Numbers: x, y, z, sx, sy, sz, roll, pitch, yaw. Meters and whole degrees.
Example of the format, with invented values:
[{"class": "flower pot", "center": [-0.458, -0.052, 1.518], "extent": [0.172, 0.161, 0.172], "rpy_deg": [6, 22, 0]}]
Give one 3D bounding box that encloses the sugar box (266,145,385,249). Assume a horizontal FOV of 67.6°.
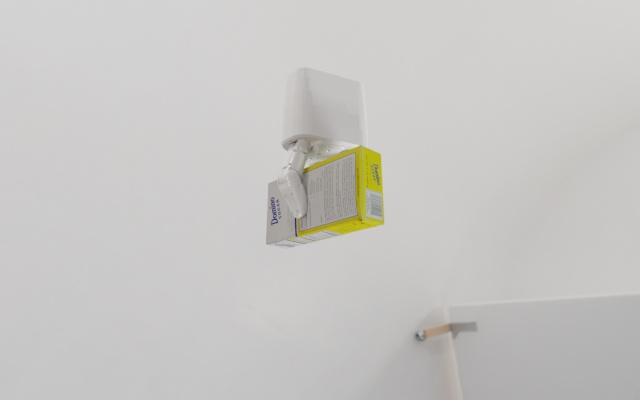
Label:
[{"class": "sugar box", "center": [0.001, 0.002, 0.614], "extent": [0.048, 0.093, 0.176], "rpy_deg": [16, -23, -39]}]
